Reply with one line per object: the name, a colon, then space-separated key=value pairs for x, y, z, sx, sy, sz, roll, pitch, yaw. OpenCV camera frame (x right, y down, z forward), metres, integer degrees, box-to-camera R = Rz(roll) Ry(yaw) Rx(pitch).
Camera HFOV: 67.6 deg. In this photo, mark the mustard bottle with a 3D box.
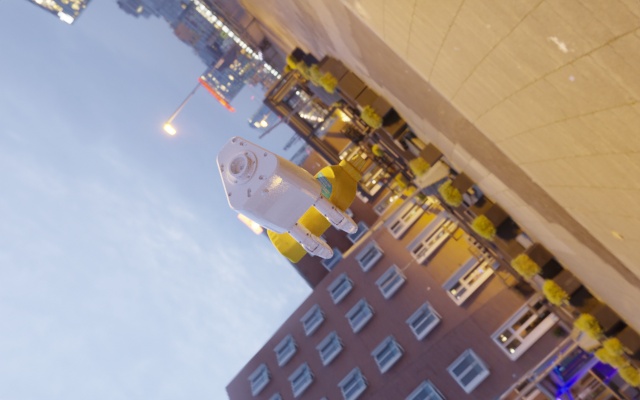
mustard bottle: x=0.000 y=0.003 z=0.754 sx=0.058 sy=0.191 sz=0.096 roll=39 pitch=9 yaw=-30
